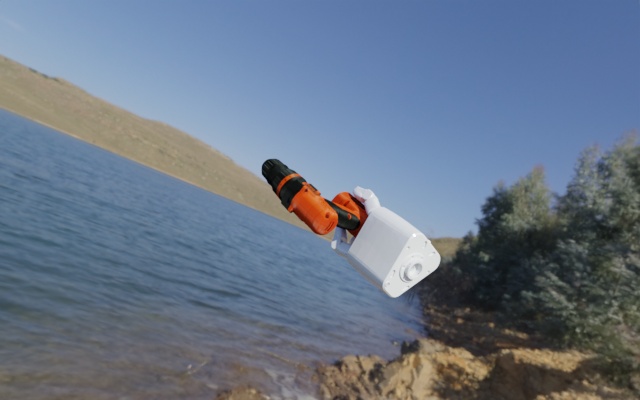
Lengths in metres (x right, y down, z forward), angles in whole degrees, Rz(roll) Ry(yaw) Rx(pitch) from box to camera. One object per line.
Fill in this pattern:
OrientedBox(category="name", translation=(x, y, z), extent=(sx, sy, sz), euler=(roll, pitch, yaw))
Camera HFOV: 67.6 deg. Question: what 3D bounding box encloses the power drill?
OrientedBox(category="power drill", translation=(0.001, 0.003, 0.823), extent=(0.188, 0.057, 0.184), euler=(17, 24, -50))
